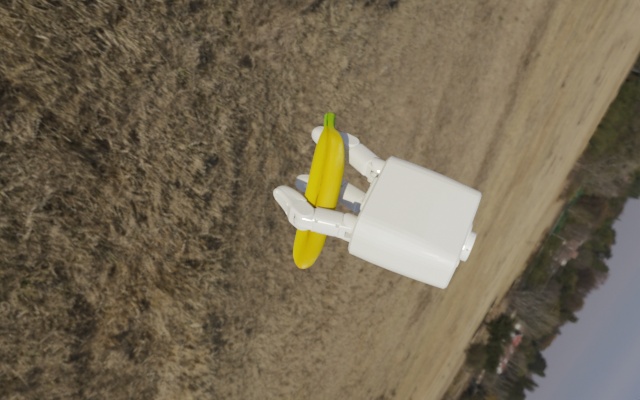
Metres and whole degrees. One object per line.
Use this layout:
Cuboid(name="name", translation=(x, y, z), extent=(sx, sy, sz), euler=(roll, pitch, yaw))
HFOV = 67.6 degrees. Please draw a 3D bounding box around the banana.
Cuboid(name="banana", translation=(-0.001, 0.005, 0.539), extent=(0.037, 0.198, 0.069), euler=(14, 22, 1))
